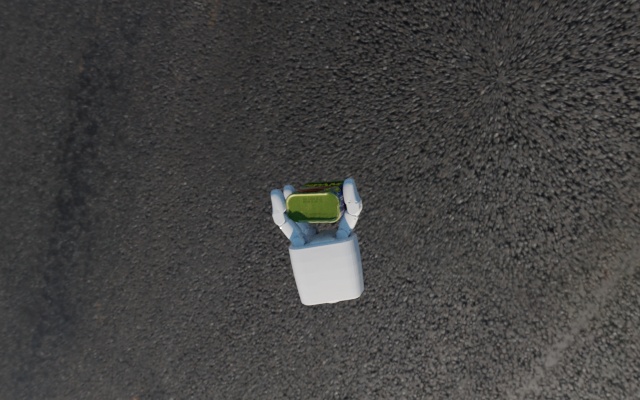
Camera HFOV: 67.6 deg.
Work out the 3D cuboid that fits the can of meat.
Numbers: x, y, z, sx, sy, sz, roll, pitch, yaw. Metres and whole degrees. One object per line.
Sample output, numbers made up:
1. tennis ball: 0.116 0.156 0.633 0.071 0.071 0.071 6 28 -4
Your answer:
1. can of meat: 0.000 0.003 0.822 0.102 0.057 0.084 -2 13 21
